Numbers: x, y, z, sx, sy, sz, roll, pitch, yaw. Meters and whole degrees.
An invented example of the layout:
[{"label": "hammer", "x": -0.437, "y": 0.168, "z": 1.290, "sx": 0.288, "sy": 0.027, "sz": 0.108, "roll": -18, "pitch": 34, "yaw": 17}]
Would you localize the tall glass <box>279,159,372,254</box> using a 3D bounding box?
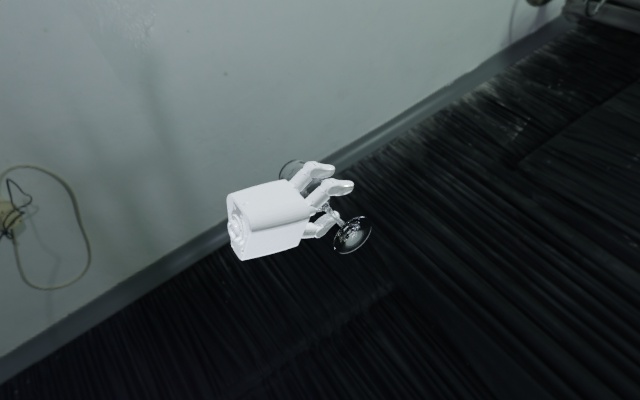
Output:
[{"label": "tall glass", "x": 0.001, "y": 0.003, "z": 0.838, "sx": 0.079, "sy": 0.079, "sz": 0.201, "roll": 0, "pitch": 33, "yaw": -39}]
